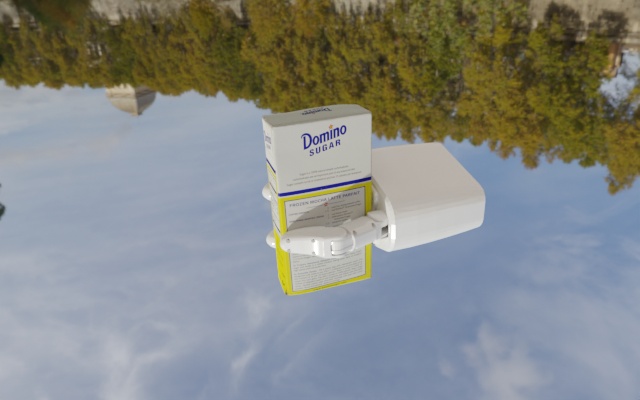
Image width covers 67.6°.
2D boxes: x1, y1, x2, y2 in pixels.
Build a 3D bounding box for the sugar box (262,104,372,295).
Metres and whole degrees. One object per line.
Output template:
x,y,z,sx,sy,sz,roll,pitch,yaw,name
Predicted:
0.000,0.001,0.457,0.093,0.176,0.048,-10,25,-16,sugar box
